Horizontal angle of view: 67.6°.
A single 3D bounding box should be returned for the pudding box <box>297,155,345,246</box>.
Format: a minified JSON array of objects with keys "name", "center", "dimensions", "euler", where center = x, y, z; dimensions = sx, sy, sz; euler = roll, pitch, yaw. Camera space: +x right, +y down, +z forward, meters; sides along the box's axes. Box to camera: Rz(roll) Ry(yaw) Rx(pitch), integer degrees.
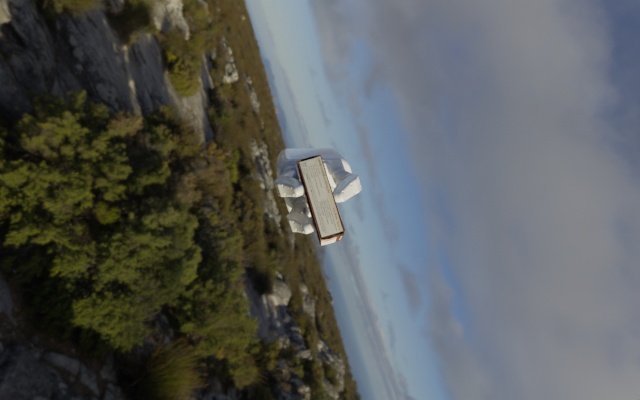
[{"name":"pudding box","center":[0.000,0.002,0.663],"dimensions":[0.039,0.113,0.090],"euler":[-19,-9,-2]}]
